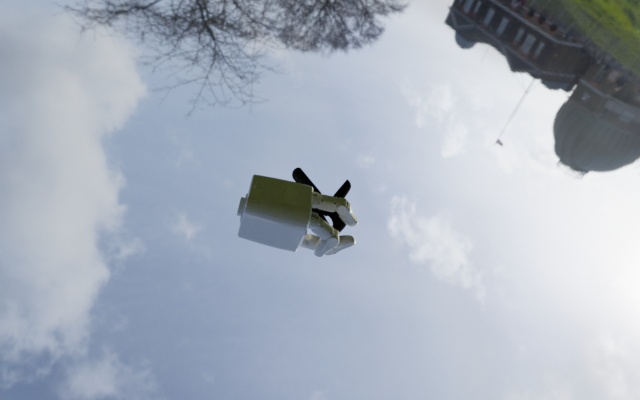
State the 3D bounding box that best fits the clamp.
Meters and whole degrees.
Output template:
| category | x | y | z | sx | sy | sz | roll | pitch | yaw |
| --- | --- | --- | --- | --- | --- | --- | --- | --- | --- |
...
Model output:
| category | x | y | z | sx | sy | sz | roll | pitch | yaw |
| --- | --- | --- | --- | --- | --- | --- | --- | --- | --- |
| clamp | 0.000 | 0.003 | 0.875 | 0.120 | 0.039 | 0.171 | 14 | 38 | -9 |
